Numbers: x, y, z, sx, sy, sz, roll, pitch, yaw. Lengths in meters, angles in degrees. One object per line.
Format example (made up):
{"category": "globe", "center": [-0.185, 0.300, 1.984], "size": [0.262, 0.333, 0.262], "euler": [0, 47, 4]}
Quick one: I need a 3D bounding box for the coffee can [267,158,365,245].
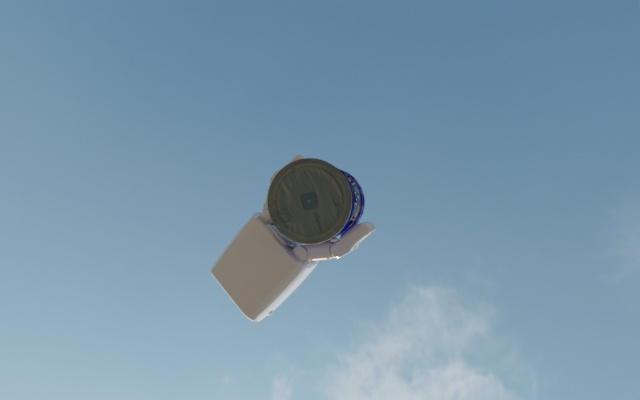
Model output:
{"category": "coffee can", "center": [0.000, 0.002, 0.632], "size": [0.103, 0.103, 0.140], "euler": [0, -1, 12]}
